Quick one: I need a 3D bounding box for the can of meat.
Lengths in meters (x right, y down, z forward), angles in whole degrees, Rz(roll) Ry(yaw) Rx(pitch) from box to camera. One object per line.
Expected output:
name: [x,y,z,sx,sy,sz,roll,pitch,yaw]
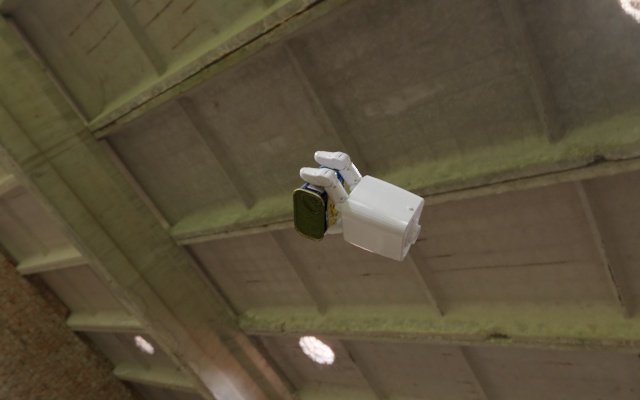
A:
can of meat: [0.000,0.003,0.805,0.057,0.102,0.084,20,44,22]
